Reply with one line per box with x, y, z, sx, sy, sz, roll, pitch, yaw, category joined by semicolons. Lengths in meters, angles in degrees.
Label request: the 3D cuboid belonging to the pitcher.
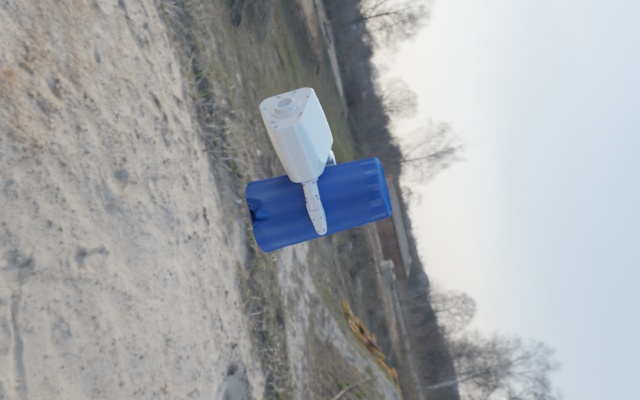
0.000;0.003;0.860;0.243;0.145;0.149;-13;41;10;pitcher
